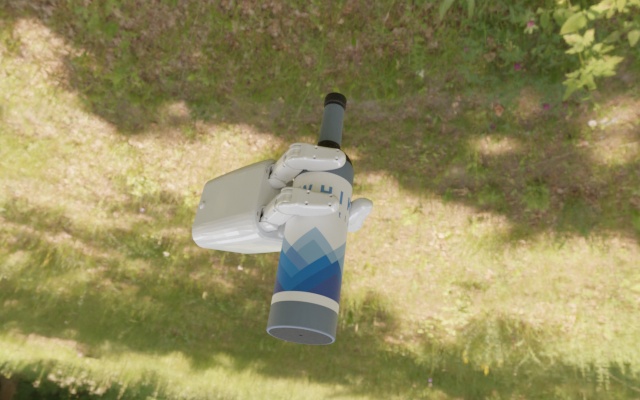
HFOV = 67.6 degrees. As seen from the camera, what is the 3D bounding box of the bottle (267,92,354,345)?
[{"bbox_3d":[0.000,0.002,0.525,0.069,0.295,0.069,7,-28,4],"label":"bottle"}]
